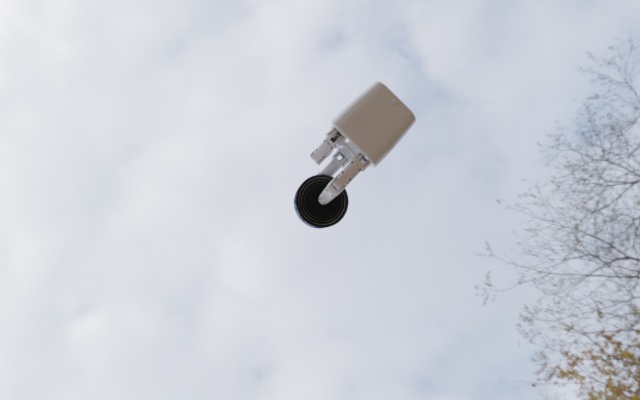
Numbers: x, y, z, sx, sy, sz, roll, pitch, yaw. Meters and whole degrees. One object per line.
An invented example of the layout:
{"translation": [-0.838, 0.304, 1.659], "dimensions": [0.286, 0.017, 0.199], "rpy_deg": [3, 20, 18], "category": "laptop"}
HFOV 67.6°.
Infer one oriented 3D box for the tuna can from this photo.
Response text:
{"translation": [0.000, 0.003, 0.771], "dimensions": [0.086, 0.086, 0.034], "rpy_deg": [0, -7, -11], "category": "tuna can"}
